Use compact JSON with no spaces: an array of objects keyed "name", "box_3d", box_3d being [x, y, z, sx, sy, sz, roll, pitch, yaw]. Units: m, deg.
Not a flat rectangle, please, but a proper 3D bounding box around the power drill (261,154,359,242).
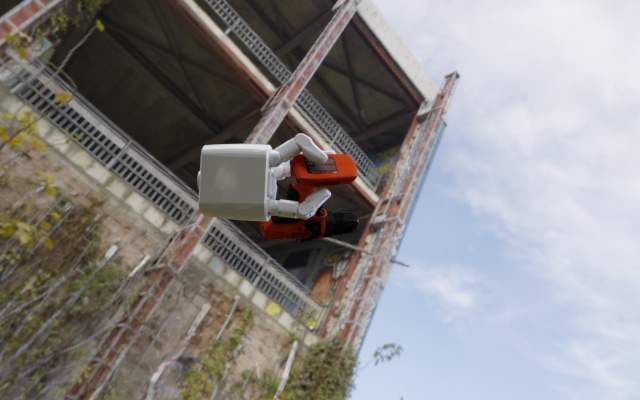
[{"name":"power drill","box_3d":[0.000,0.002,0.818,0.184,0.057,0.188,-3,-39,-21]}]
